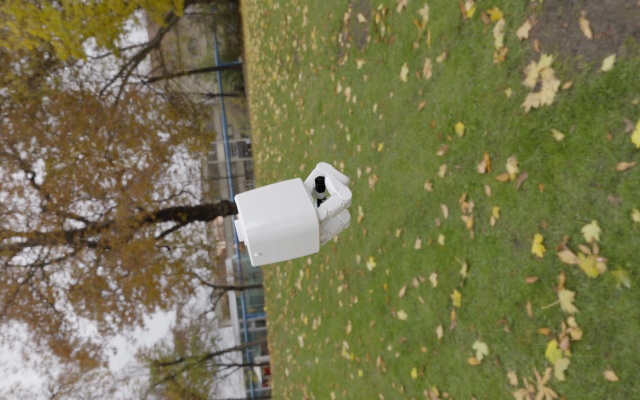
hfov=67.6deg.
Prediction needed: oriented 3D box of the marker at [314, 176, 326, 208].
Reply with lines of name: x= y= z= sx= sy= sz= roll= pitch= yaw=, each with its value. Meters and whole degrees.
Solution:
marker: x=0.000 y=0.003 z=0.773 sx=0.020 sy=0.020 sz=0.121 roll=0 pitch=-38 yaw=0
